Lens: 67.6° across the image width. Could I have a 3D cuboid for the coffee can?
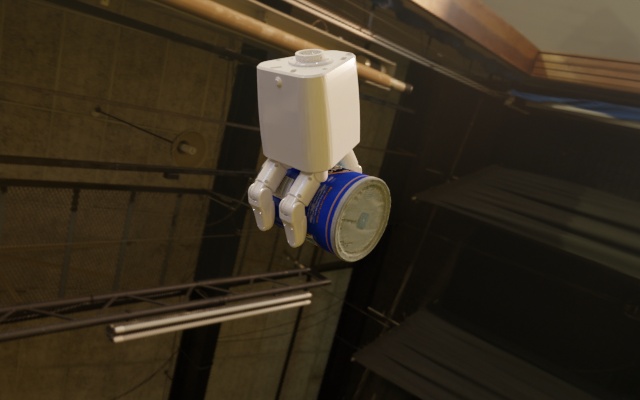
[{"bbox_3d":[0.000,0.002,0.590,0.140,0.103,0.103,23,15,38],"label":"coffee can"}]
